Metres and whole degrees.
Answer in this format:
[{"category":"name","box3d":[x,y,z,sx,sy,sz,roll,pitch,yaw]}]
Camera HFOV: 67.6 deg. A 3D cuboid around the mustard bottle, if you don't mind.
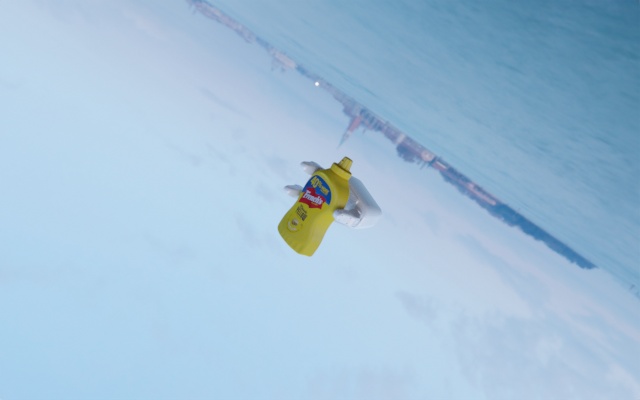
[{"category":"mustard bottle","box3d":[0.000,0.003,0.877,0.058,0.192,0.096,23,17,-43]}]
